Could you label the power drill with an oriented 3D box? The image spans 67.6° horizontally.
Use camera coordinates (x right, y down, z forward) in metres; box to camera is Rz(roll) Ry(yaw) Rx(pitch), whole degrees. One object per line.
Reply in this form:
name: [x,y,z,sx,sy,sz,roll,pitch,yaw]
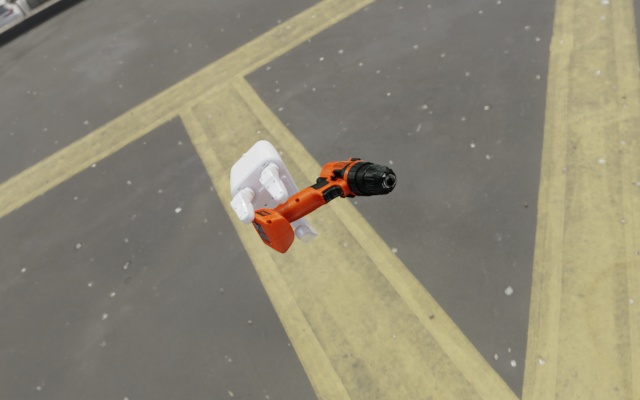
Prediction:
power drill: [0.000,0.002,0.688,0.187,0.057,0.184,-31,15,-19]
